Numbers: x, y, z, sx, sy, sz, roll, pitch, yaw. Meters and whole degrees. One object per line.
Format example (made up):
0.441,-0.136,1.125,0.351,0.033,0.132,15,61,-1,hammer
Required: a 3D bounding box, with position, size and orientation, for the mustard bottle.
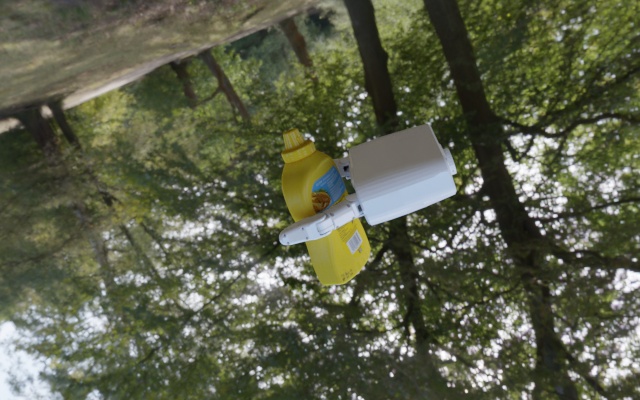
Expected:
0.000,0.002,0.589,0.058,0.192,0.096,-10,22,35,mustard bottle
